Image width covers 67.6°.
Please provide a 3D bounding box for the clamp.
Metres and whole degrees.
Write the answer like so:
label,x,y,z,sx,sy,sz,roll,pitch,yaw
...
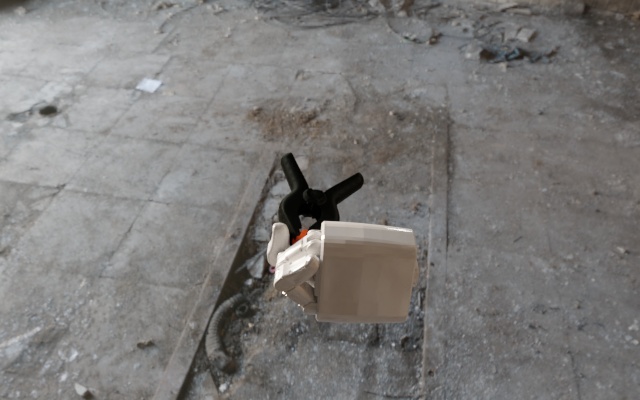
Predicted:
label,x,y,z,sx,sy,sz,roll,pitch,yaw
clamp,0.000,0.002,0.629,0.120,0.039,0.171,6,45,-3
